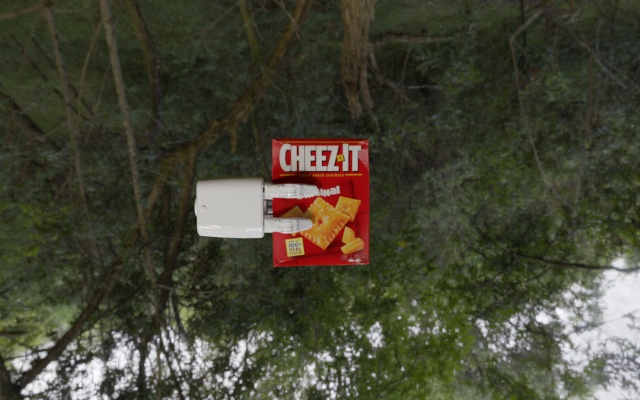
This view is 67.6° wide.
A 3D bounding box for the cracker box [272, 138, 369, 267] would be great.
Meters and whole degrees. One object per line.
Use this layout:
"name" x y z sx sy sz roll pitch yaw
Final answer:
"cracker box" 0.000 0.003 0.815 0.164 0.213 0.072 0 2 -3
